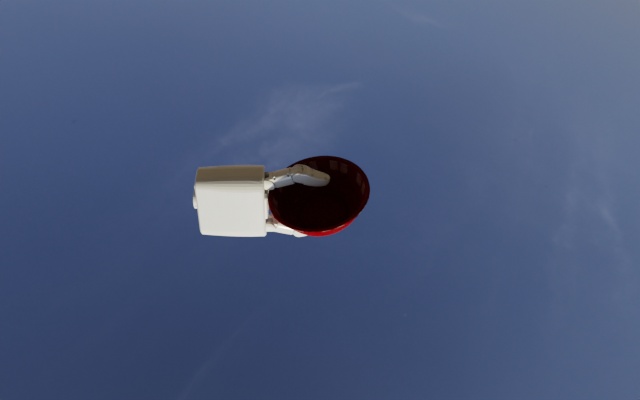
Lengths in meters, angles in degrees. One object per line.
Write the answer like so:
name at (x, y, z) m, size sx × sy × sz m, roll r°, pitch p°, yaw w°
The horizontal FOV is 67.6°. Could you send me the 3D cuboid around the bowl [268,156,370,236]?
bowl at (0.001, 0.003, 0.763) m, size 0.162 × 0.162 × 0.055 m, roll 0°, pitch -41°, yaw 11°
